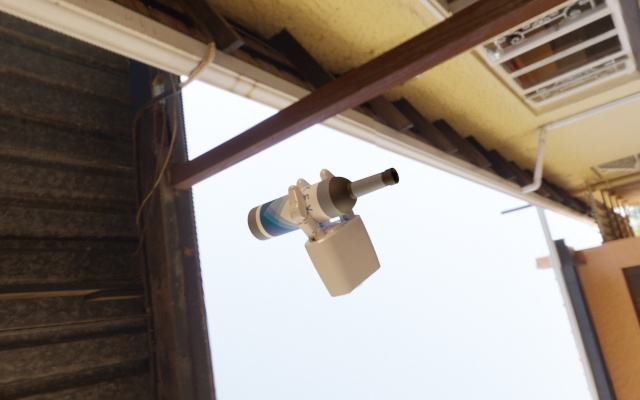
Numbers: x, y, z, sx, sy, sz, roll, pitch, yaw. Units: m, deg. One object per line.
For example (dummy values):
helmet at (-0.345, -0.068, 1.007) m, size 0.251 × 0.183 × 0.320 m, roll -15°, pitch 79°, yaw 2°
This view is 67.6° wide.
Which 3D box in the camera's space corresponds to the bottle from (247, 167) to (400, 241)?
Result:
bottle at (0.000, 0.003, 0.809) m, size 0.296 × 0.069 × 0.069 m, roll -20°, pitch -12°, yaw 35°
